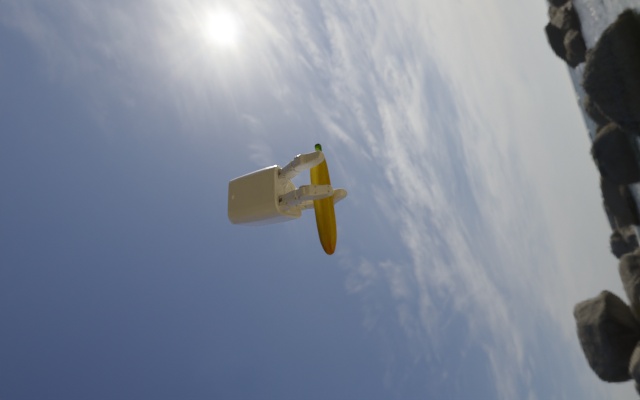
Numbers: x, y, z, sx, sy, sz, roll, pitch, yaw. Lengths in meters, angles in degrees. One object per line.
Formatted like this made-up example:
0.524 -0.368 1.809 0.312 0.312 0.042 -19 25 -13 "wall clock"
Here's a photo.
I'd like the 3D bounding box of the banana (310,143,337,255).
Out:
0.003 0.001 0.867 0.037 0.198 0.069 -9 -6 10 "banana"
